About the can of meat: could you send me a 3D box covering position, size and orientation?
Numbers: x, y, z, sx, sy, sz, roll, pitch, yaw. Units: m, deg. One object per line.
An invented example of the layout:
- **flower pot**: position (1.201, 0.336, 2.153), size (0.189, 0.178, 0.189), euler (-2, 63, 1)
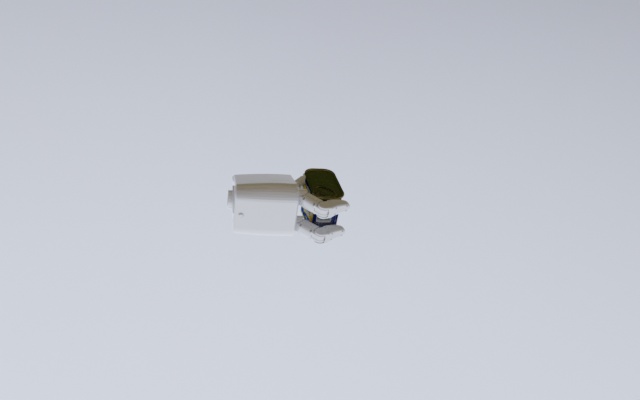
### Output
- **can of meat**: position (0.000, 0.003, 0.861), size (0.057, 0.084, 0.102), euler (0, 33, -16)
